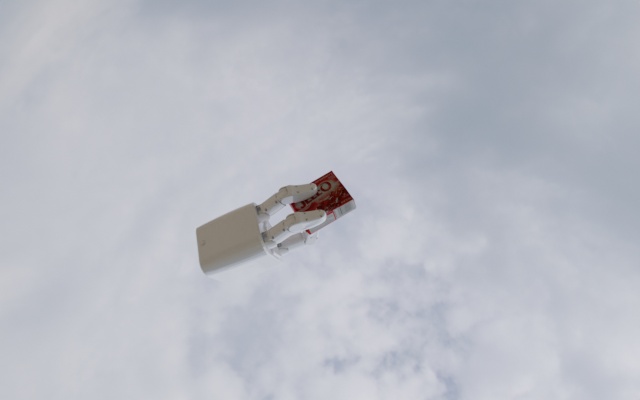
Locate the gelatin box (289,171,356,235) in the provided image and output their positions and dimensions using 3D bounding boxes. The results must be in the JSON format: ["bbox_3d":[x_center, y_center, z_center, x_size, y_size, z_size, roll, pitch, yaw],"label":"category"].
[{"bbox_3d":[0.001,0.003,0.760,0.089,0.073,0.030,-29,-39,-7],"label":"gelatin box"}]
